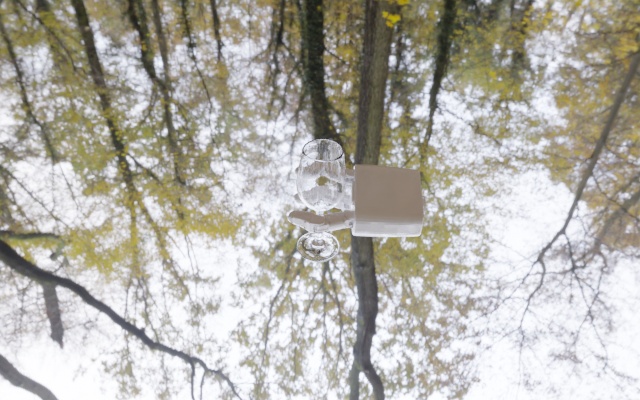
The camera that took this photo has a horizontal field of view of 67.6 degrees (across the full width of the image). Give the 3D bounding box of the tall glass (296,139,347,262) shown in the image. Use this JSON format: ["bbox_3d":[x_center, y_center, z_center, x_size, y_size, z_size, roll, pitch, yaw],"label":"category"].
[{"bbox_3d":[0.000,0.003,0.763,0.079,0.201,0.079,1,39,-1],"label":"tall glass"}]
